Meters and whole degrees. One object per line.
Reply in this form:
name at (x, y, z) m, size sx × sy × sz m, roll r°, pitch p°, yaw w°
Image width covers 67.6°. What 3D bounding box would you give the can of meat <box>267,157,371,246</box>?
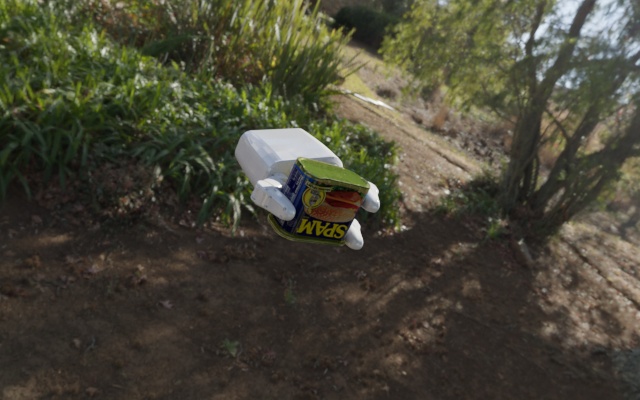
can of meat at (0.000, 0.002, 0.572) m, size 0.102 × 0.084 × 0.057 m, roll 11°, pitch 25°, yaw -35°
